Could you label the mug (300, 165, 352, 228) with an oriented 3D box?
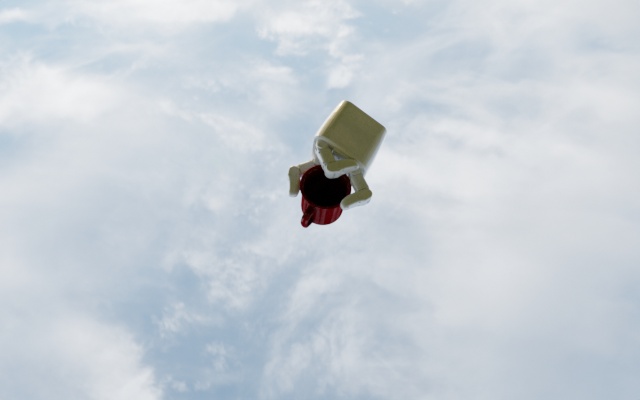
[{"bbox_3d":[-0.001,0.004,0.875,0.093,0.117,0.081,28,-28,10],"label":"mug"}]
